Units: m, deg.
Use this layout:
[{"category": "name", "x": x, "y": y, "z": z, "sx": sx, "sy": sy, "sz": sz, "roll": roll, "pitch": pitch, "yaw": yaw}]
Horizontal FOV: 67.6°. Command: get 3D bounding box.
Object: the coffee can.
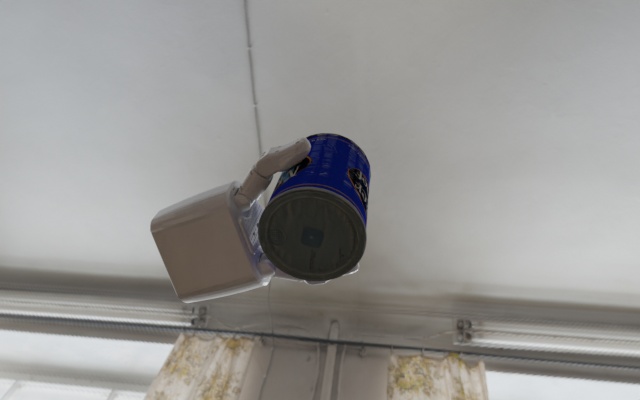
[{"category": "coffee can", "x": 0.000, "y": 0.002, "z": 0.504, "sx": 0.103, "sy": 0.103, "sz": 0.140, "roll": 0, "pitch": 29, "yaw": 8}]
